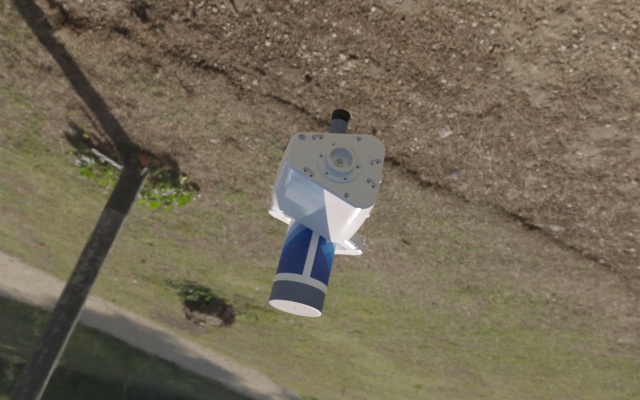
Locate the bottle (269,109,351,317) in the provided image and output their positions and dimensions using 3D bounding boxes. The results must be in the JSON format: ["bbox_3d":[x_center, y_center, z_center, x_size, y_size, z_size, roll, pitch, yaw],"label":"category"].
[{"bbox_3d":[0.000,0.002,0.643,0.069,0.295,0.069,11,-25,5],"label":"bottle"}]
